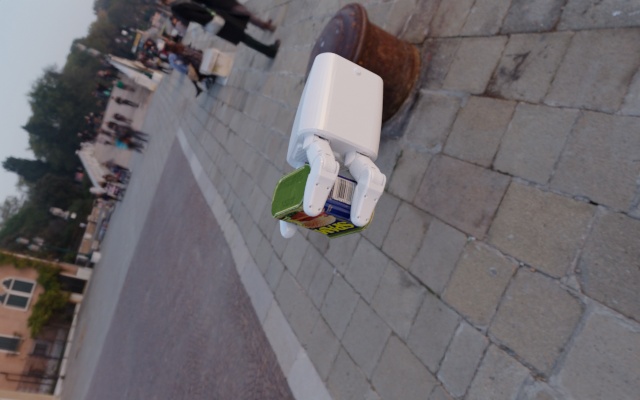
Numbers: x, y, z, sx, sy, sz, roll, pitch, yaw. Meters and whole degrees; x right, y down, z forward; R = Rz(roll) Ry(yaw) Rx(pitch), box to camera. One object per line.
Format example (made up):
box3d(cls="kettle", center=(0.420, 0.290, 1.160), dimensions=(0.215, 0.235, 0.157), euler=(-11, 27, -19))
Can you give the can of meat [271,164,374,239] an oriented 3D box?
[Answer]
box3d(cls="can of meat", center=(0.000, 0.002, 0.548), dimensions=(0.084, 0.057, 0.102), euler=(19, -20, -25))
